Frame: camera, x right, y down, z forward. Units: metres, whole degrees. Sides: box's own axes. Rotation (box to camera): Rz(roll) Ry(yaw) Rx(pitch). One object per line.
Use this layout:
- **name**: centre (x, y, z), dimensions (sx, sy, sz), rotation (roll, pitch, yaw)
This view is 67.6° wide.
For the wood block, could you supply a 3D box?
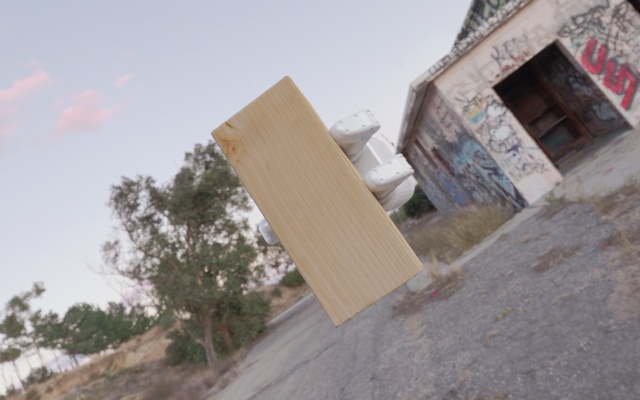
- **wood block**: centre (0.000, 0.002, 0.451), dimensions (0.091, 0.206, 0.090), rotation (-35, -10, 7)
